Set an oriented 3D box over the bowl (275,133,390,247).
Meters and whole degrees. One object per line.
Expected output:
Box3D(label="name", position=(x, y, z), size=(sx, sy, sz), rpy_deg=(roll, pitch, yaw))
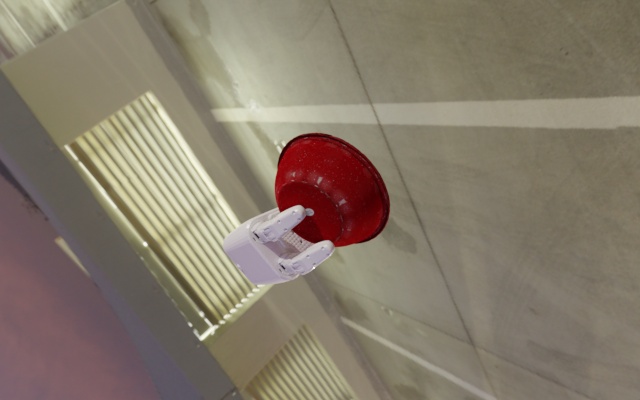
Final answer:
Box3D(label="bowl", position=(0.000, 0.001, 0.578), size=(0.162, 0.162, 0.055), rpy_deg=(0, 32, 37))
